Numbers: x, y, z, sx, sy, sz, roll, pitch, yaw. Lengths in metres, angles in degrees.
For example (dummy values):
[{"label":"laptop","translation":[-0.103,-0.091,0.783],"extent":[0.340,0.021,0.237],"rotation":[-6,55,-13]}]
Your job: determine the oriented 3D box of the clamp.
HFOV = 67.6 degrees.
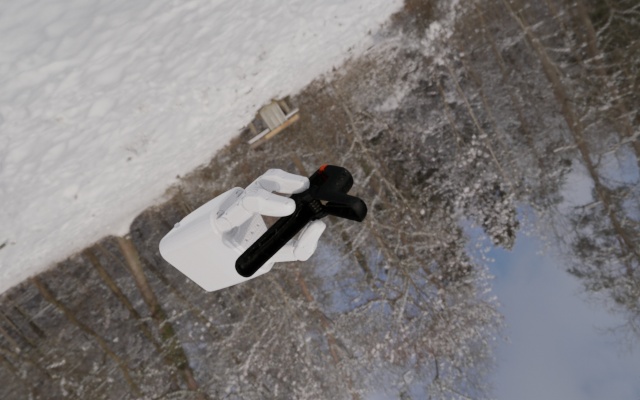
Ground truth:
[{"label":"clamp","translation":[0.000,0.002,0.570],"extent":[0.164,0.036,0.210],"rotation":[-25,18,29]}]
